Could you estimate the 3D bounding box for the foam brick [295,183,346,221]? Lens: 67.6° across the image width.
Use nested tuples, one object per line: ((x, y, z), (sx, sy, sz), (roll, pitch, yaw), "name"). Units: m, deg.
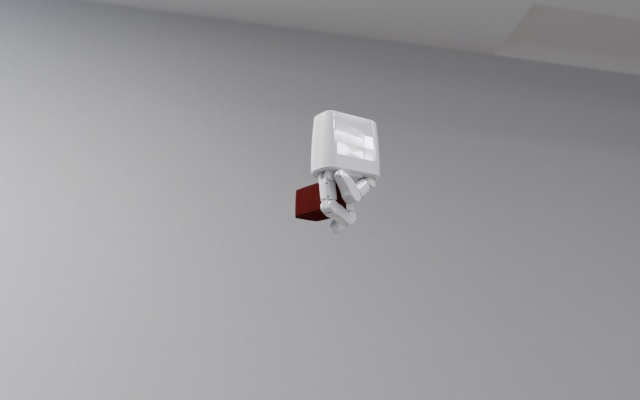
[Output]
((0.000, 0.003, 0.829), (0.053, 0.051, 0.078), (13, -21, -42), "foam brick")
